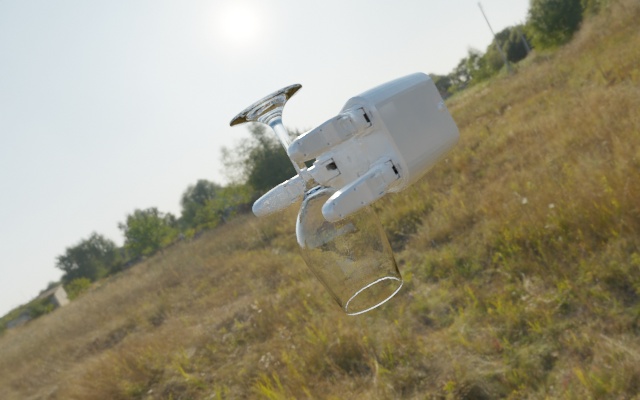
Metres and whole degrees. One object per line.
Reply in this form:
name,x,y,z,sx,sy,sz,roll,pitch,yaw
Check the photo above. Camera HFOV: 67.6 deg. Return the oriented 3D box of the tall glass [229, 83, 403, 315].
tall glass,0.000,0.001,0.432,0.079,0.201,0.079,-29,4,2
